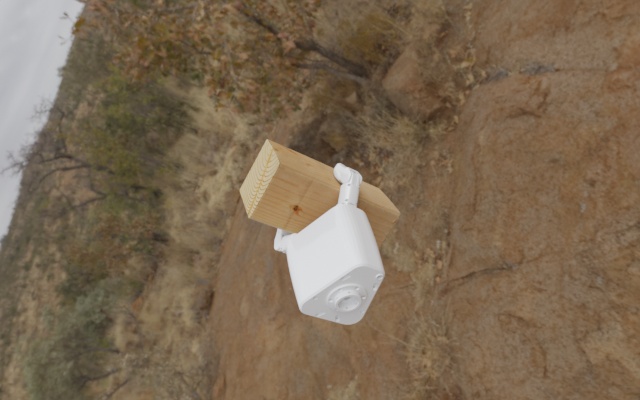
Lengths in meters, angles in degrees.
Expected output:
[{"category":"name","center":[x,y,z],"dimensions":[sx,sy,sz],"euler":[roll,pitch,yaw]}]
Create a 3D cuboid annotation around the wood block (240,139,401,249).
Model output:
[{"category":"wood block","center":[0.000,0.002,0.698],"dimensions":[0.206,0.091,0.090],"euler":[22,19,-28]}]
